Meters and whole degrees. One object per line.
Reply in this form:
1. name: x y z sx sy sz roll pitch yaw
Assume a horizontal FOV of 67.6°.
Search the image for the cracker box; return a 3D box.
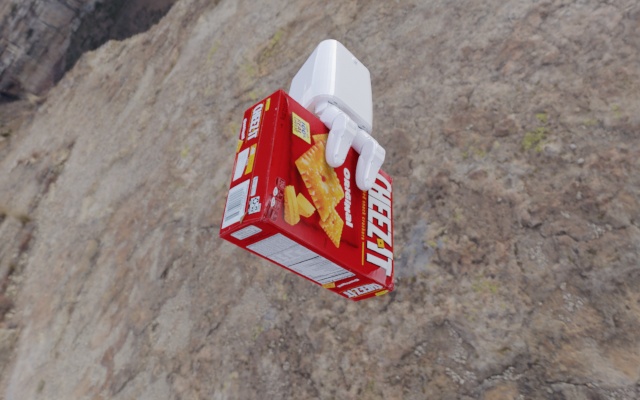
1. cracker box: 0.000 0.002 0.549 0.072 0.164 0.214 -22 -40 37
